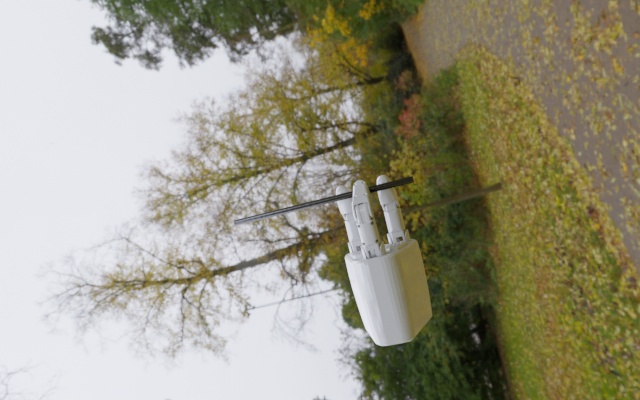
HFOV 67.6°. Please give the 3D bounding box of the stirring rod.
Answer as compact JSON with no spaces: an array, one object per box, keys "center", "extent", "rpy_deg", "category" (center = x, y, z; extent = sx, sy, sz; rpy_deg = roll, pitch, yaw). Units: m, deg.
[{"center":[0.000,0.002,0.612],"extent":[0.239,0.011,0.011],"rpy_deg":[-14,-3,13],"category":"stirring rod"}]
